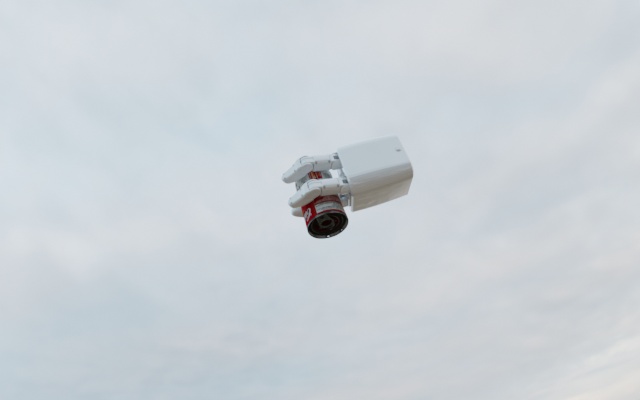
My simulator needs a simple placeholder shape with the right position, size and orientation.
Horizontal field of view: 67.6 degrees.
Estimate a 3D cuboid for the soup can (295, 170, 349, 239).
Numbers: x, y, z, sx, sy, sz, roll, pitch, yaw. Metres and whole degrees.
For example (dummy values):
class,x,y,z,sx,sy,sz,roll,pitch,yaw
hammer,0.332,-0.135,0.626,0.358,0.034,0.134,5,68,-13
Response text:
class,x,y,z,sx,sy,sz,roll,pitch,yaw
soup can,0.000,0.003,0.788,0.068,0.102,0.069,-11,-39,-9
